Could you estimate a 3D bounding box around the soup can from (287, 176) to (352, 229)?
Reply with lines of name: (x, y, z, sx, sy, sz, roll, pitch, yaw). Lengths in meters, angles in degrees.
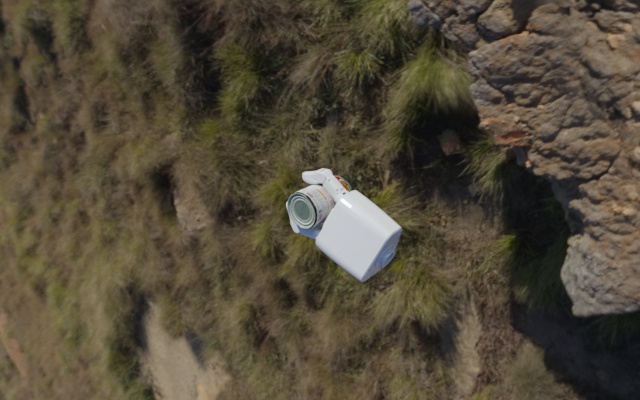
soup can: (0.000, 0.002, 0.836, 0.068, 0.068, 0.102, 0, 18, 43)
